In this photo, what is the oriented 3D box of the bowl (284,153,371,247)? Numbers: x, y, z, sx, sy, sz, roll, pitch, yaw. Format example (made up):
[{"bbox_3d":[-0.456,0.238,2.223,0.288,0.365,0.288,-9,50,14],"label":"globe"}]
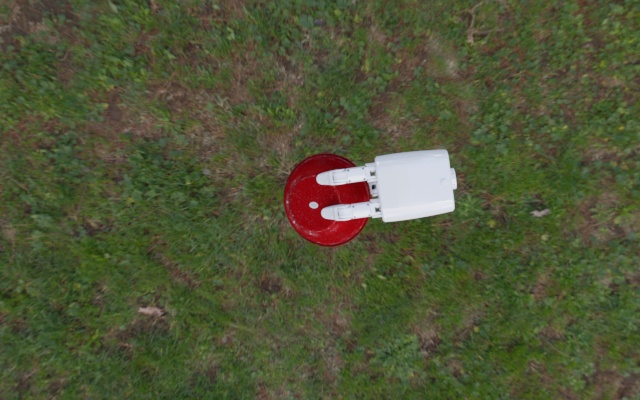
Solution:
[{"bbox_3d":[-0.001,0.003,0.793,0.162,0.162,0.055,0,7,22],"label":"bowl"}]
